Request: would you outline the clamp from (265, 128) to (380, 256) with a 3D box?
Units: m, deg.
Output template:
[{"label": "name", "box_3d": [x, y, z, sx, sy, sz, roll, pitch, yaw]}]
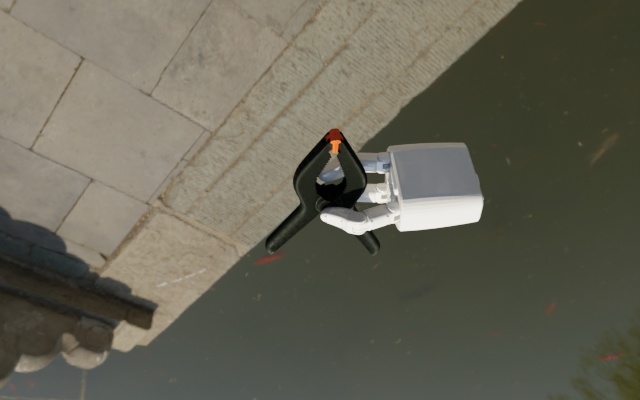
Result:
[{"label": "clamp", "box_3d": [0.000, 0.002, 0.630, 0.164, 0.210, 0.036, -4, 41, -1]}]
